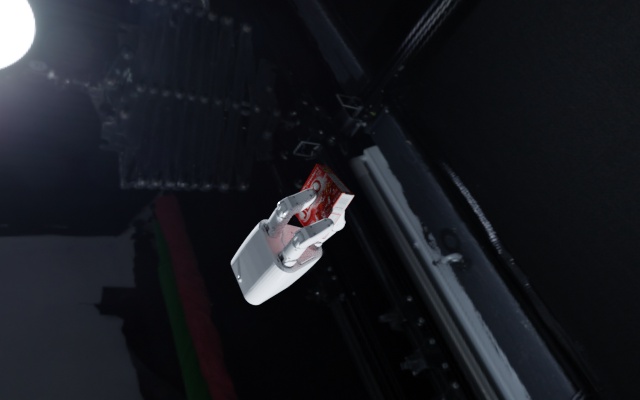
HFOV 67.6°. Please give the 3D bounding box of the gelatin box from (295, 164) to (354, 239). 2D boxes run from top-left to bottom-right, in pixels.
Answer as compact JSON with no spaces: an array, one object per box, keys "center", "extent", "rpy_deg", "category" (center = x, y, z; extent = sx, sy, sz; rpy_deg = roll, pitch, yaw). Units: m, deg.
[{"center":[0.001,0.002,0.717],"extent":[0.030,0.089,0.073],"rpy_deg":[9,32,-44],"category":"gelatin box"}]
